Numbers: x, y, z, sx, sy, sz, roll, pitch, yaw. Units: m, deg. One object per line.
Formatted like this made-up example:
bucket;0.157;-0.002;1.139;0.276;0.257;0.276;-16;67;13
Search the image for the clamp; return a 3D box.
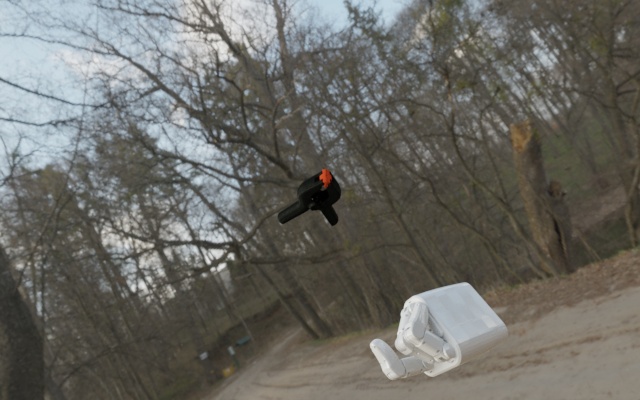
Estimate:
clamp;0.000;0.002;0.888;0.120;0.039;0.171;2;-29;-24
